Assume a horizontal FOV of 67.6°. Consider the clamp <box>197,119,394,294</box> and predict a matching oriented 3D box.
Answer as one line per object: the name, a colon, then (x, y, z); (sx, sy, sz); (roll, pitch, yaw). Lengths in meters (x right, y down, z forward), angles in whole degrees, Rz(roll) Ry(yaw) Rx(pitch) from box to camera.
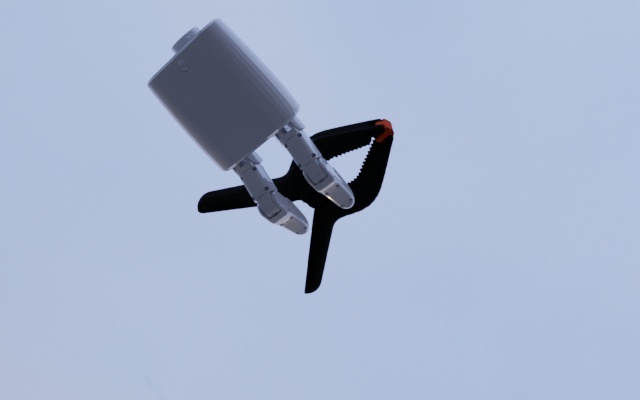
clamp: (0.000, 0.001, 0.493); (0.210, 0.164, 0.036); (-36, 22, 19)
